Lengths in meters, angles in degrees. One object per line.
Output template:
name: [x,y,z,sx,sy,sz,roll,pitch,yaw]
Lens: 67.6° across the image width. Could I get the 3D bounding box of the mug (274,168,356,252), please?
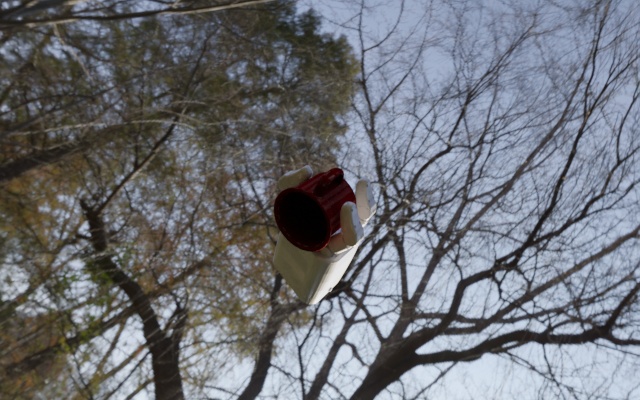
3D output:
mug: [0.001,0.001,0.650,0.093,0.117,0.081,36,40,17]
